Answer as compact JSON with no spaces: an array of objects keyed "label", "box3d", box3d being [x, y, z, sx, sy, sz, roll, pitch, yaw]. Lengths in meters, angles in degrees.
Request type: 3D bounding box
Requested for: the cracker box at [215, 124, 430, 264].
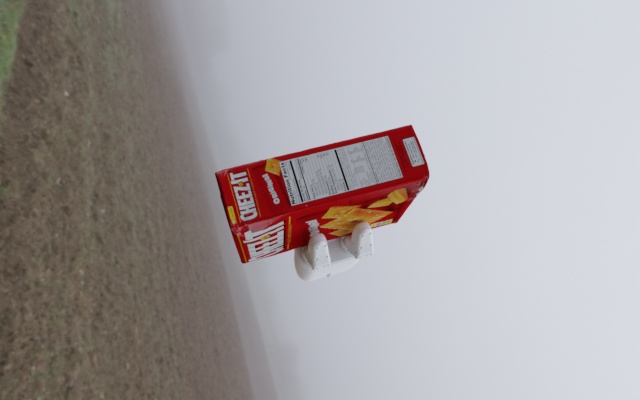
[{"label":"cracker box","box3d":[0.000,0.002,0.551,0.213,0.072,0.164,-15,-18,-10]}]
